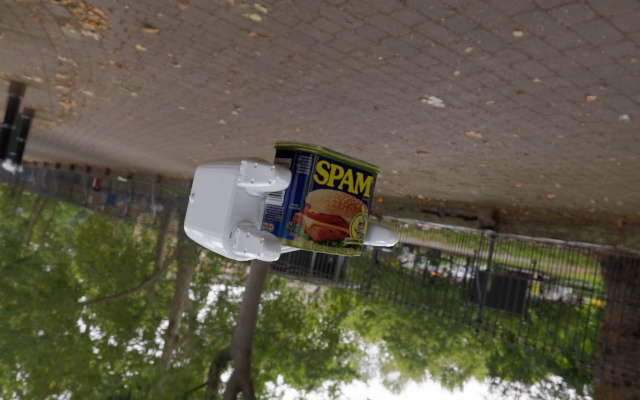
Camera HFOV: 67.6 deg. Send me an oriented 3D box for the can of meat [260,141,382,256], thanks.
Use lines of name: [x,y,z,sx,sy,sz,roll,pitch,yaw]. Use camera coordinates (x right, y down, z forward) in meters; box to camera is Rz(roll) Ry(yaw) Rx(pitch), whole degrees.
can of meat: [0.000,0.002,0.419,0.102,0.084,0.057,14,-4,-42]
